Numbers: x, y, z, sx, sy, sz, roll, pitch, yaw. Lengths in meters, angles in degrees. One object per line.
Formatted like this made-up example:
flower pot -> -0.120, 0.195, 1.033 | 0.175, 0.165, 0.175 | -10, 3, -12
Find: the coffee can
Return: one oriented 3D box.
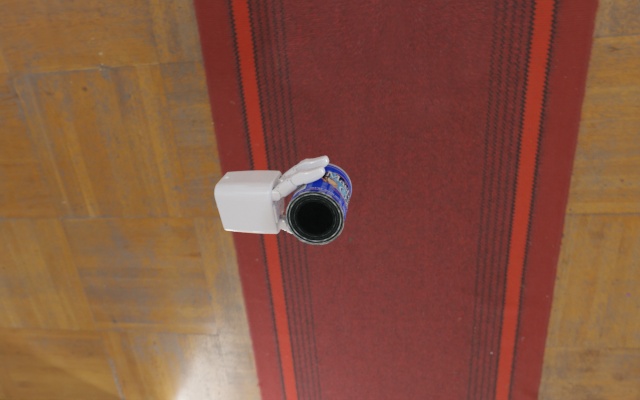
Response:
coffee can -> 0.000, 0.003, 0.871 | 0.103, 0.103, 0.140 | 0, 24, 9
